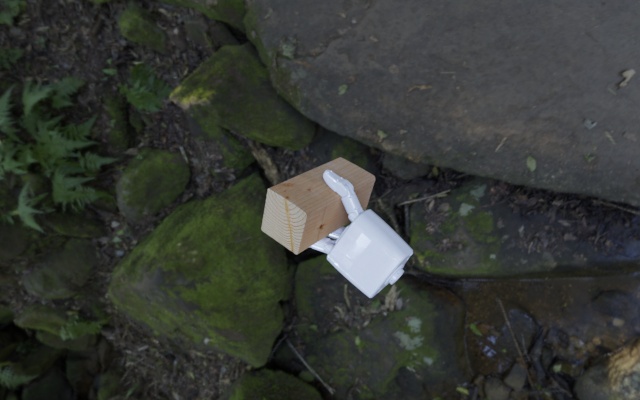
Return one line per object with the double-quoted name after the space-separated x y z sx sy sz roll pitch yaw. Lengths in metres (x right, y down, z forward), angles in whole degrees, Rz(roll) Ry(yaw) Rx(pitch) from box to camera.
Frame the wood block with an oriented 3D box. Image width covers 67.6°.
0.000 0.003 0.871 0.090 0.091 0.206 32 36 26 "wood block"
